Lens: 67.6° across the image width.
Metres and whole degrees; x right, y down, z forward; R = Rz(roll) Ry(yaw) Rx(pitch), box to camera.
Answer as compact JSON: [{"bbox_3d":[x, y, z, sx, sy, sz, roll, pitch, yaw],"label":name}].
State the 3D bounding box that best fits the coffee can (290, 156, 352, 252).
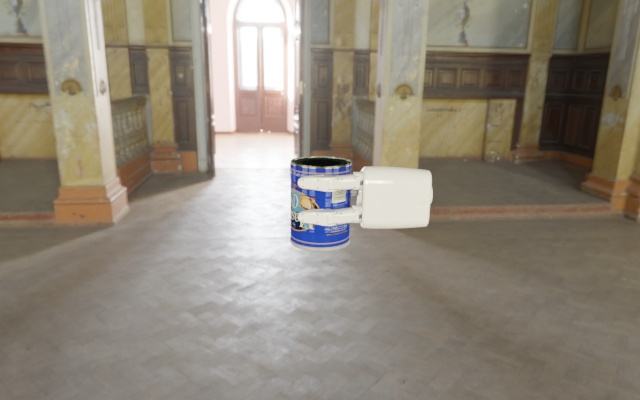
[{"bbox_3d":[0.000,0.003,0.800,0.103,0.140,0.102,1,15,0],"label":"coffee can"}]
